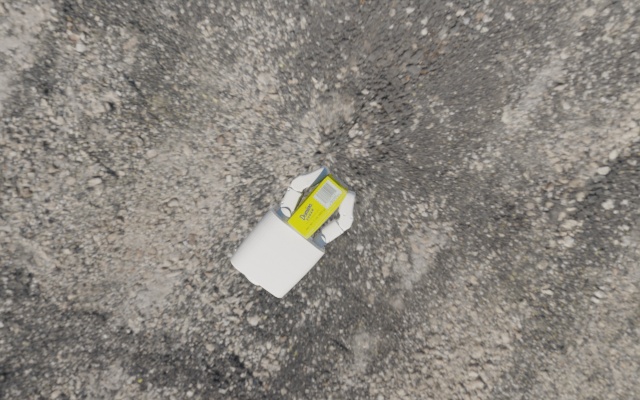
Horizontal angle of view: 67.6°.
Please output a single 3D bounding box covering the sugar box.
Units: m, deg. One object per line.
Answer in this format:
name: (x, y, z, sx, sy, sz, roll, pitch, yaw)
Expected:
sugar box: (0.000, 0.002, 0.774, 0.048, 0.093, 0.176, 42, 5, -3)
